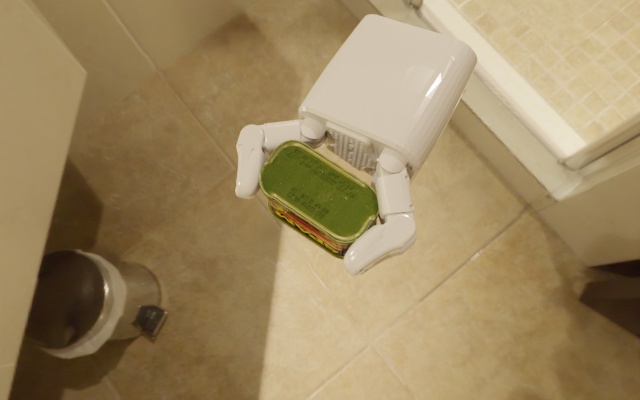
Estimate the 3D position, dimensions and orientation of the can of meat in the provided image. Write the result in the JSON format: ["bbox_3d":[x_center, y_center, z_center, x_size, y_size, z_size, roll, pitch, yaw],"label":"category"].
[{"bbox_3d":[0.000,0.001,0.404,0.102,0.057,0.084,33,-10,8],"label":"can of meat"}]
